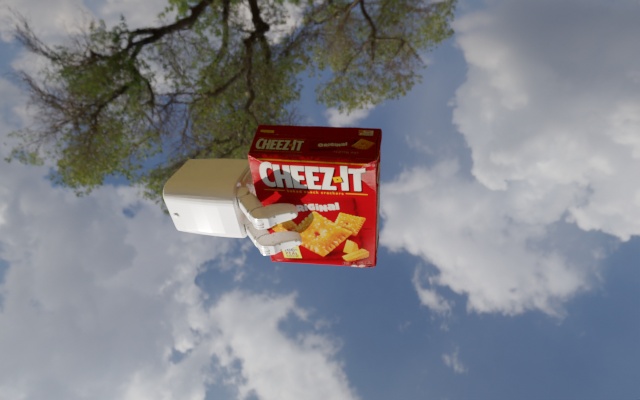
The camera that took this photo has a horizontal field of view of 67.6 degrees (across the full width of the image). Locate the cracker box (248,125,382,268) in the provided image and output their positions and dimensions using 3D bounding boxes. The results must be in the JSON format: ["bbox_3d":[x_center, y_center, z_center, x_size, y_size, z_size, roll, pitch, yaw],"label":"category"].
[{"bbox_3d":[0.000,0.002,0.667,0.164,0.072,0.214,3,-45,9],"label":"cracker box"}]
